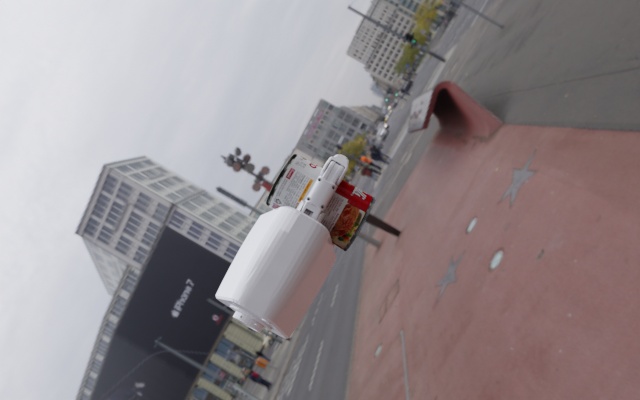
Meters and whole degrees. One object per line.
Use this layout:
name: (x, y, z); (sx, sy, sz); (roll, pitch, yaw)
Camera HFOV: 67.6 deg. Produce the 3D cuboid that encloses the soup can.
soup can: (0.000, 0.001, 0.525); (0.102, 0.068, 0.068); (30, 1, 1)
